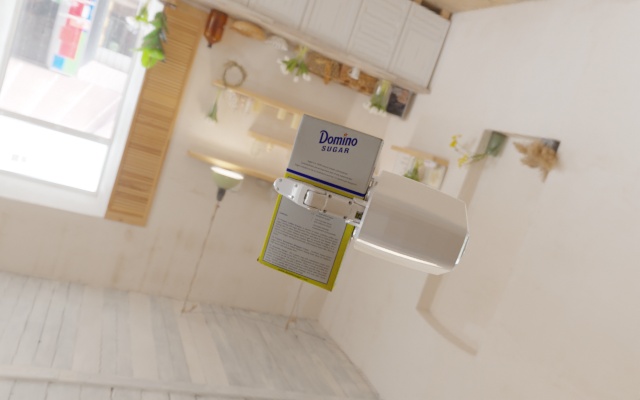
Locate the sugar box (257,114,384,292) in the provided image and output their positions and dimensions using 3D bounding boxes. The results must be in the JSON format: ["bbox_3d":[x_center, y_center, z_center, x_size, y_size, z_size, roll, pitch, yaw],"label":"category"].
[{"bbox_3d":[0.000,0.002,0.536,0.093,0.176,0.048,20,7,8],"label":"sugar box"}]
